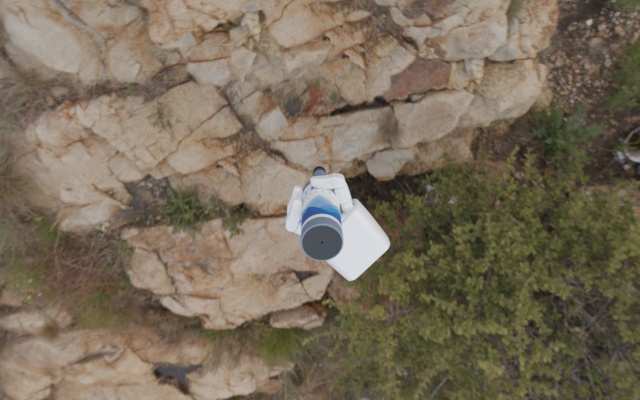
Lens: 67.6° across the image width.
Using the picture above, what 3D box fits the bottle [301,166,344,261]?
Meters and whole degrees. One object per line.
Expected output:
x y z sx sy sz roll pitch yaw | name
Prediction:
0.000 0.003 0.865 0.069 0.069 0.295 0 25 -1 | bottle
